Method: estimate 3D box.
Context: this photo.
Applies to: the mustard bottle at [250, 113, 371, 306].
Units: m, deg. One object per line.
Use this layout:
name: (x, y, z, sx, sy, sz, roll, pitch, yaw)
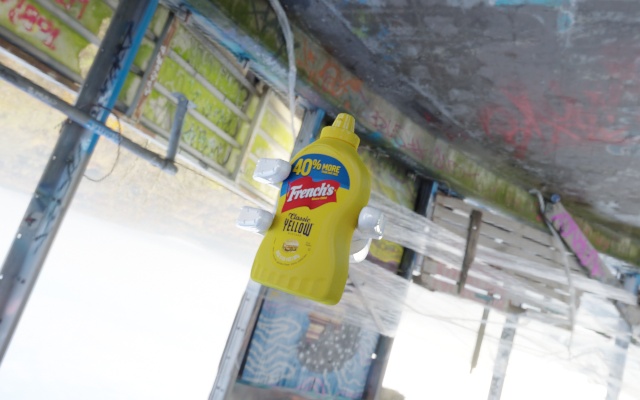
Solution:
mustard bottle: (0.000, 0.002, 0.483, 0.096, 0.191, 0.058, 9, -14, 35)
